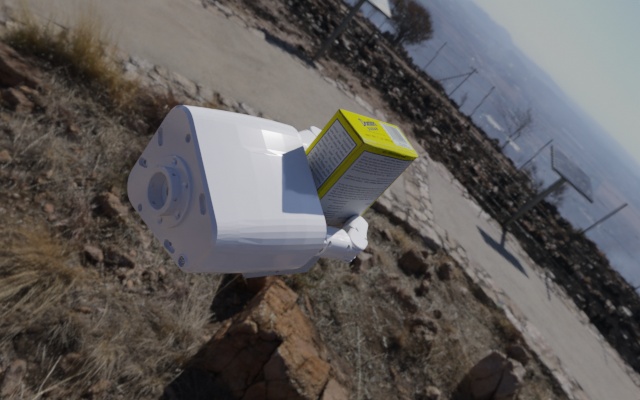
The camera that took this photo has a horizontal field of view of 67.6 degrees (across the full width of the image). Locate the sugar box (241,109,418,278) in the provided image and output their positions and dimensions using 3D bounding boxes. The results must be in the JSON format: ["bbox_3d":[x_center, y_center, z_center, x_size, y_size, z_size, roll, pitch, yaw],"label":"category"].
[{"bbox_3d":[0.000,0.001,0.440,0.093,0.048,0.176,5,-43,-50],"label":"sugar box"}]
